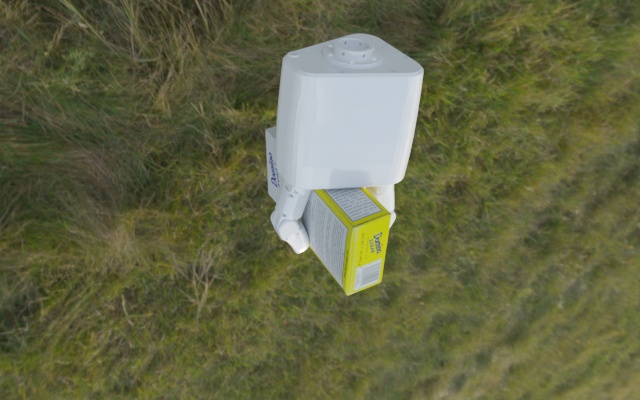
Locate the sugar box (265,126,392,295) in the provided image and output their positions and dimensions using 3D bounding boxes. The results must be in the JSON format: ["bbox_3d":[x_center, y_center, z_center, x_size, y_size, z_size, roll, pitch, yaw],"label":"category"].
[{"bbox_3d":[0.001,0.001,0.483,0.048,0.093,0.176,-17,44,-22],"label":"sugar box"}]
